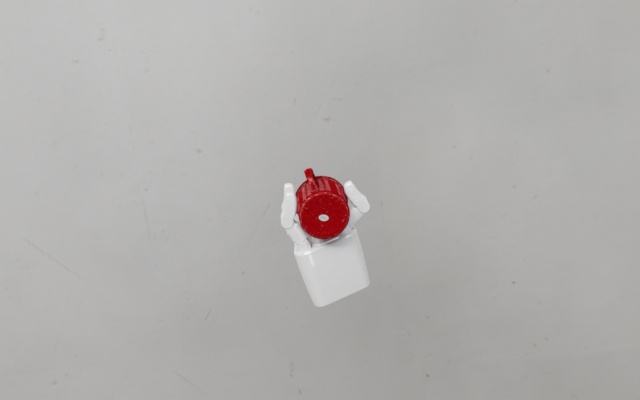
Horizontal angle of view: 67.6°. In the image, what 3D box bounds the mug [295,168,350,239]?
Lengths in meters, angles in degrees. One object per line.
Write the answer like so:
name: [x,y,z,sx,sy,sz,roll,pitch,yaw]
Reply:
mug: [0.000,0.001,0.777,0.093,0.117,0.081,-18,17,1]
